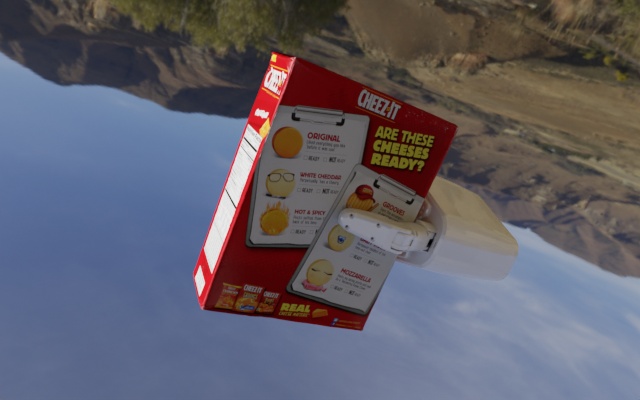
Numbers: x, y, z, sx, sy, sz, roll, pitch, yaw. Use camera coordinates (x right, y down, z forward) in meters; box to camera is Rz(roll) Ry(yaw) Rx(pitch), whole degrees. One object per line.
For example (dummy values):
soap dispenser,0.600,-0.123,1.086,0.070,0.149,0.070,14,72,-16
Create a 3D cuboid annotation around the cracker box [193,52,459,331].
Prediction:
cracker box,0.000,0.002,0.425,0.164,0.214,0.072,15,14,-28
